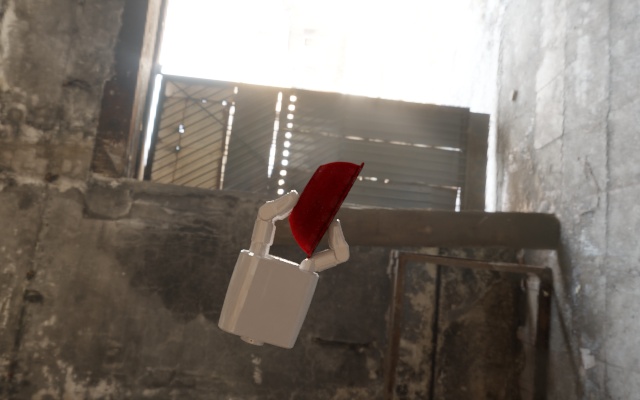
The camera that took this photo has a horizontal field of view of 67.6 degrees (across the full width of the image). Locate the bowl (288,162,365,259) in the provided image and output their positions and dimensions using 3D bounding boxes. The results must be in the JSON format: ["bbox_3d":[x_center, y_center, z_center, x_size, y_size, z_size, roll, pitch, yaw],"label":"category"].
[{"bbox_3d":[0.000,0.001,0.687,0.055,0.162,0.162,31,1,1],"label":"bowl"}]
